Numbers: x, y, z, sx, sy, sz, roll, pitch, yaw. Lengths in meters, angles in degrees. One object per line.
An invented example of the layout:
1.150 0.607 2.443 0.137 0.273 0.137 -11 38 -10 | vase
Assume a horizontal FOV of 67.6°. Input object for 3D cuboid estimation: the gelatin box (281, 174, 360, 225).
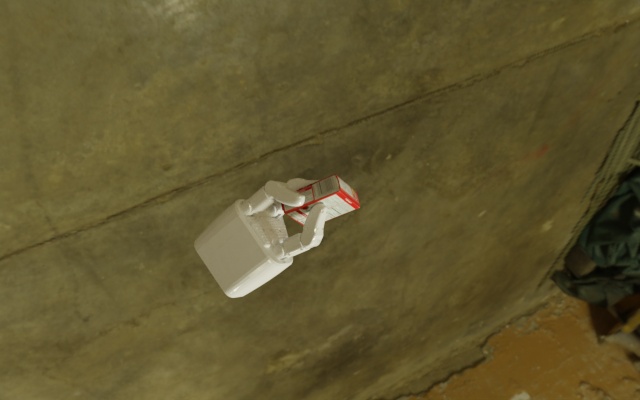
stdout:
0.000 0.002 0.666 0.089 0.030 0.073 -22 -27 19 | gelatin box
